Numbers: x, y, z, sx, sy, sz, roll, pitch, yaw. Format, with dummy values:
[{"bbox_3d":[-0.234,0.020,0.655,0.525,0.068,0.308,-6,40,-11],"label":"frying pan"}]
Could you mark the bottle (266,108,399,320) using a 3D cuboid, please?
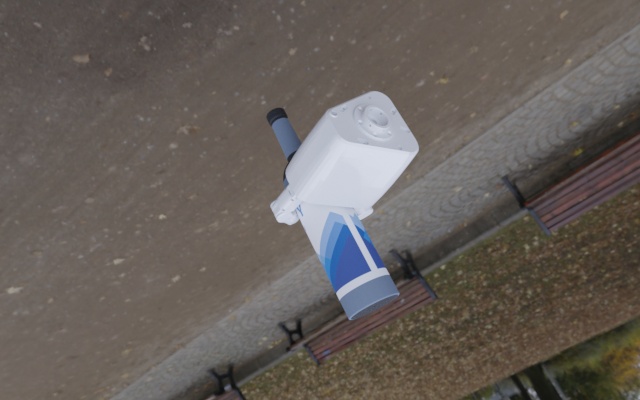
[{"bbox_3d":[0.000,0.002,0.608,0.069,0.295,0.069,-23,-21,-10],"label":"bottle"}]
